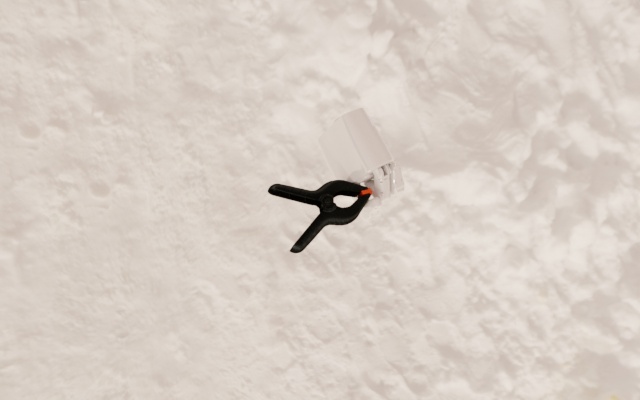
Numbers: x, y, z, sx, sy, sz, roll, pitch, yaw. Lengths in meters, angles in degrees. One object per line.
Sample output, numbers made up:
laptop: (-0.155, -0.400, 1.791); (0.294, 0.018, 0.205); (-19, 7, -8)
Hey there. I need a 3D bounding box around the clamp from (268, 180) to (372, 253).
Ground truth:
clamp: (0.000, 0.002, 0.787); (0.171, 0.120, 0.039); (-24, -10, -23)
